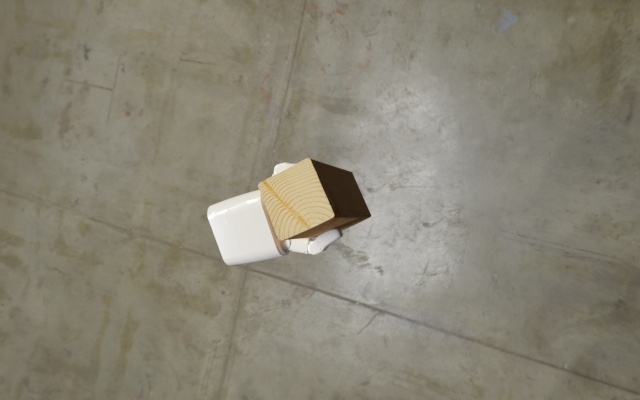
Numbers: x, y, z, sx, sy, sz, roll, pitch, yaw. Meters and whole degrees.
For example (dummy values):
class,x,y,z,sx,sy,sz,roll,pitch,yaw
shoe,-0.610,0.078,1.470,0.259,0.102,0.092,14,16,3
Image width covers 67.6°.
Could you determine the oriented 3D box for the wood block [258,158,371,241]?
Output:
class,x,y,z,sx,sy,sz,roll,pitch,yaw
wood block,0.000,0.003,0.748,0.090,0.091,0.206,-25,-10,18
